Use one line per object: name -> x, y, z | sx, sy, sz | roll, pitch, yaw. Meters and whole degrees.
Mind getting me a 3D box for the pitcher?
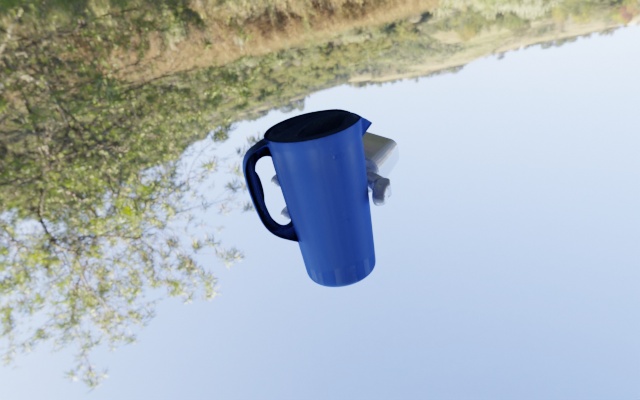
pitcher -> 0.000, 0.002, 0.685 | 0.149, 0.243, 0.145 | 2, 28, 28
